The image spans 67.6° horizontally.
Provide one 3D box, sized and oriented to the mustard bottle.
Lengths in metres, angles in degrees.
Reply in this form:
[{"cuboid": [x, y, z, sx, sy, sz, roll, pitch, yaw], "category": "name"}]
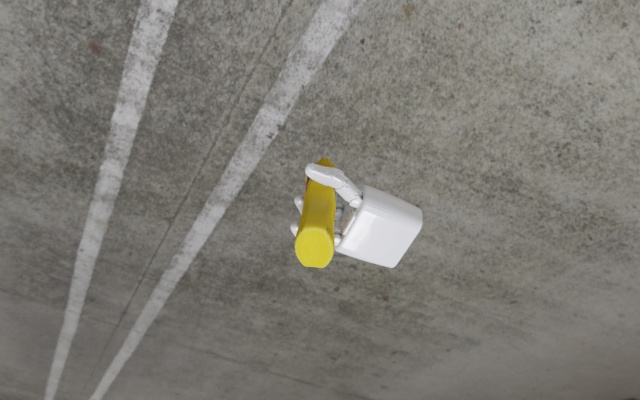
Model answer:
[{"cuboid": [0.000, 0.003, 0.748, 0.058, 0.191, 0.096, 4, -43, 4], "category": "mustard bottle"}]
